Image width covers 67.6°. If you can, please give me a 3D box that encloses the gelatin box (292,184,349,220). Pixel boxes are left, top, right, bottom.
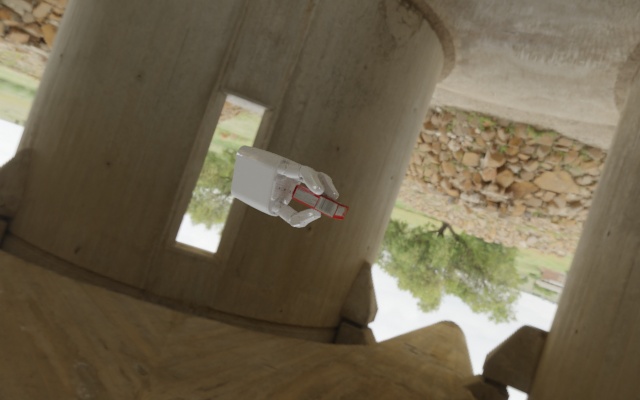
[{"bbox_3d":[0.000,0.003,0.873,0.089,0.030,0.073,26,3,18],"label":"gelatin box"}]
